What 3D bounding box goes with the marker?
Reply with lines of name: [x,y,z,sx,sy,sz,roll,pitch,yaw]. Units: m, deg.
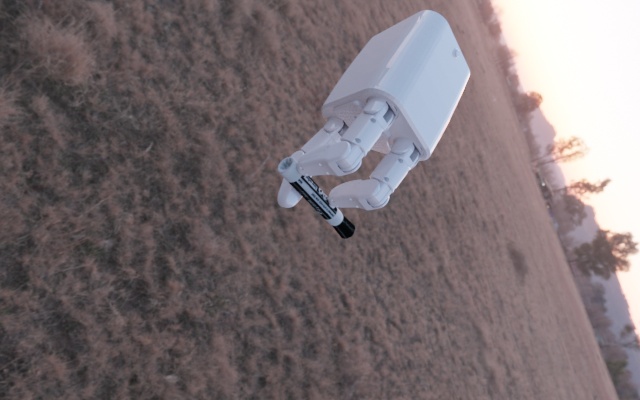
marker: [0.000,0.002,0.468,0.020,0.020,0.121,0,-34,39]
